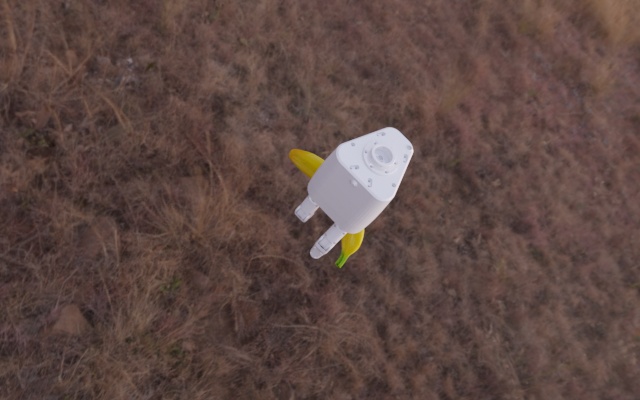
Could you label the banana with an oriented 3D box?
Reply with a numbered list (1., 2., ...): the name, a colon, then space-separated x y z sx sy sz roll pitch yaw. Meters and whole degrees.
1. banana: 0.019 -0.001 0.730 0.069 0.197 0.037 -21 -11 -11
